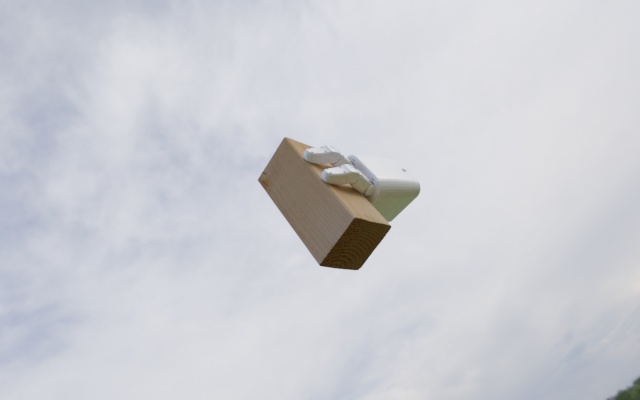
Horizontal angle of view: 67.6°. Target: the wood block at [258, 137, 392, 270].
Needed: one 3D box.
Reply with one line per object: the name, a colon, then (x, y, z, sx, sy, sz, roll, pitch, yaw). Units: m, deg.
wood block: (0.000, 0.003, 0.735, 0.090, 0.091, 0.206, 14, 27, -45)
